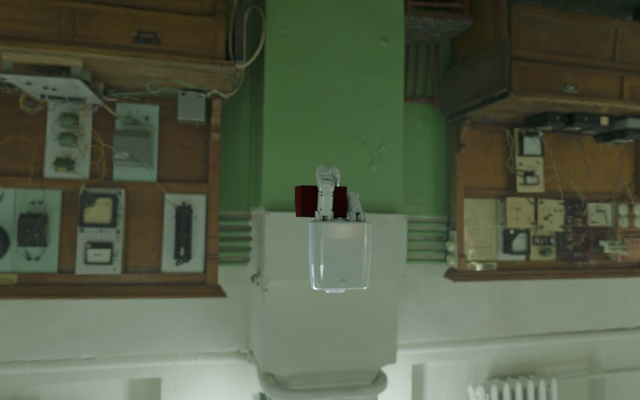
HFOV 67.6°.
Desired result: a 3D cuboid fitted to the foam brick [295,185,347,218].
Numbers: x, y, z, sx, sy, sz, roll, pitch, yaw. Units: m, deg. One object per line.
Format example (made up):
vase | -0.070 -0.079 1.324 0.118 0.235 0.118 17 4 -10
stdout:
foam brick | 0.000 0.002 0.780 0.078 0.051 0.053 2 -2 -13
